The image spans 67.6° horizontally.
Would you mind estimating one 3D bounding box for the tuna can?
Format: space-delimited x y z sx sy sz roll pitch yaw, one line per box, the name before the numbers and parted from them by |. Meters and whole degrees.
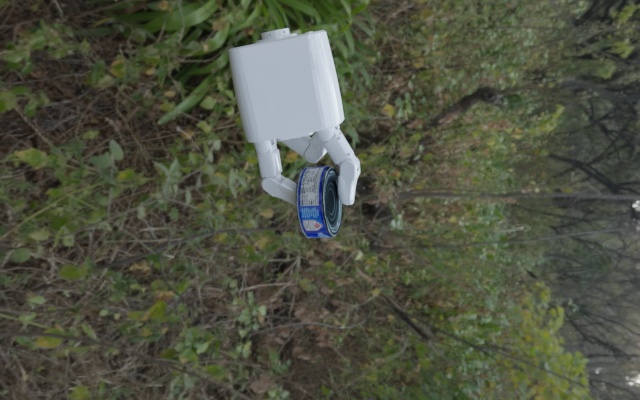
tuna can | 0.001 0.002 0.570 0.034 0.086 0.086 -2 -1 17
